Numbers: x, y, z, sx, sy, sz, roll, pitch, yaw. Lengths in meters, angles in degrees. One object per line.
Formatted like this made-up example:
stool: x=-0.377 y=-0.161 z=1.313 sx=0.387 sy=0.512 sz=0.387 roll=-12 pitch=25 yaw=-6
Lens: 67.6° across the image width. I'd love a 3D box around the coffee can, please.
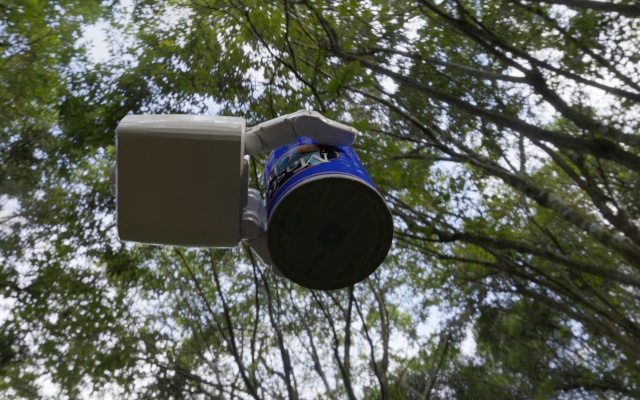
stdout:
coffee can: x=0.000 y=0.001 z=0.442 sx=0.103 sy=0.103 sz=0.140 roll=0 pitch=23 yaw=-8
